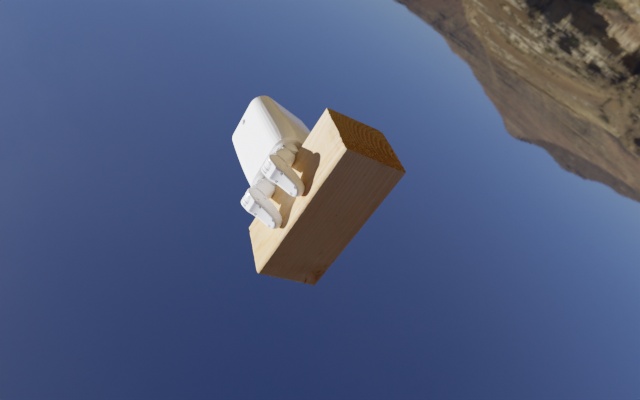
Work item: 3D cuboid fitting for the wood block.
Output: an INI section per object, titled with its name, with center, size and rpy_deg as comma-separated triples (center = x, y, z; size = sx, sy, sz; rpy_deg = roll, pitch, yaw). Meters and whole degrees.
[wood block]
center = 0.000, 0.002, 0.605
size = 0.091, 0.206, 0.090
rpy_deg = 17, 34, -30
